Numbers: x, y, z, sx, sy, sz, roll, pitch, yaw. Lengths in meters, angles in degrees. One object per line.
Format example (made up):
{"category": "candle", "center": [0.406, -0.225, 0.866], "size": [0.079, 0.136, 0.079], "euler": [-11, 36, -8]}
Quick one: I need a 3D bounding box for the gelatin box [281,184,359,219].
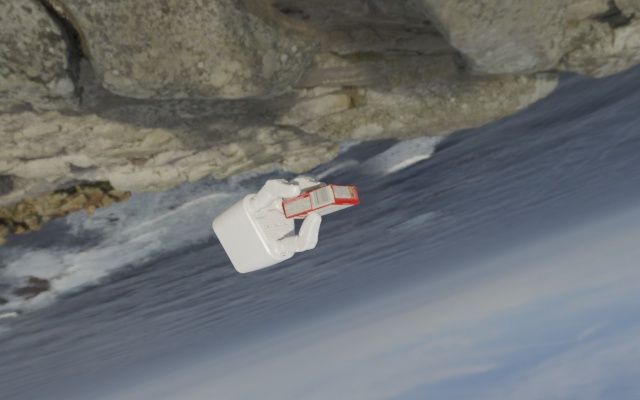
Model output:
{"category": "gelatin box", "center": [0.000, 0.003, 0.694], "size": [0.089, 0.030, 0.073], "euler": [-18, -11, 31]}
